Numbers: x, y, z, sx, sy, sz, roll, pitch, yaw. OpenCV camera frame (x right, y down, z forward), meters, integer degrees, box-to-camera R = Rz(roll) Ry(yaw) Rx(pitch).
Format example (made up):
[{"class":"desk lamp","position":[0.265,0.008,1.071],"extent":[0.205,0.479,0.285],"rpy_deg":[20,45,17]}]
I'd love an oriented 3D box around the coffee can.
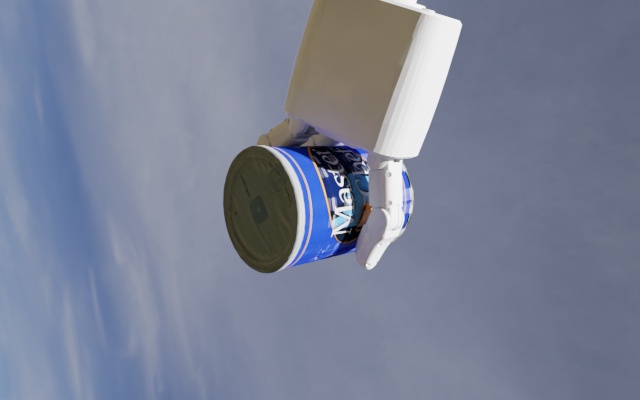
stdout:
[{"class":"coffee can","position":[0.000,0.002,0.428],"extent":[0.140,0.103,0.103],"rpy_deg":[-7,5,-43]}]
